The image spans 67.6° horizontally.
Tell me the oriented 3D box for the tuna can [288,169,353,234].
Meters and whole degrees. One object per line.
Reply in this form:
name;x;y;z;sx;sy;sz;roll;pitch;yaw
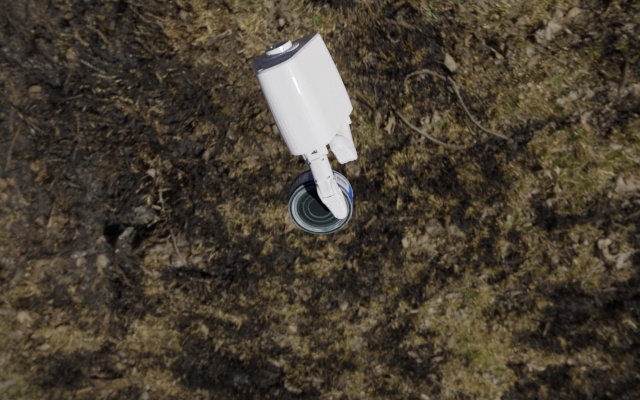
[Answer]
tuna can;0.000;0.002;0.626;0.086;0.086;0.033;0;33;2
